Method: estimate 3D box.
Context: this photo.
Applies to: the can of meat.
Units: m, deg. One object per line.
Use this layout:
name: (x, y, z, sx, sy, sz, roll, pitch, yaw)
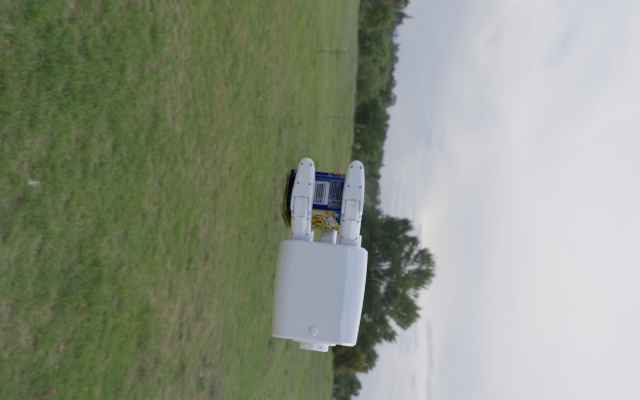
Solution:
can of meat: (0.000, 0.002, 0.578, 0.084, 0.057, 0.102, 6, -18, 4)
